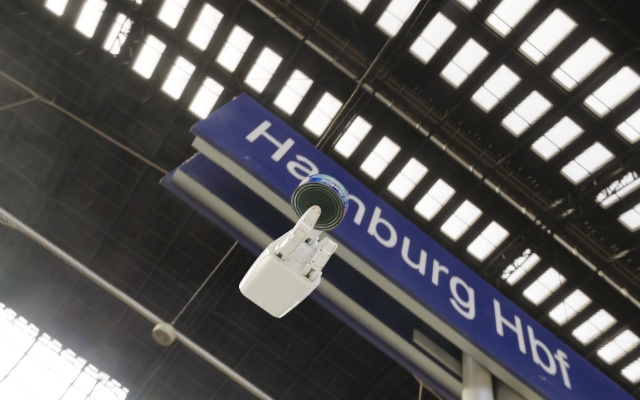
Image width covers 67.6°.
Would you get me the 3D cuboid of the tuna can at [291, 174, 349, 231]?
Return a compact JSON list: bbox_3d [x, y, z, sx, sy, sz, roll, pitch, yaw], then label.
[{"bbox_3d":[0.000,0.002,0.739,0.086,0.086,0.033,0,29,20],"label":"tuna can"}]
